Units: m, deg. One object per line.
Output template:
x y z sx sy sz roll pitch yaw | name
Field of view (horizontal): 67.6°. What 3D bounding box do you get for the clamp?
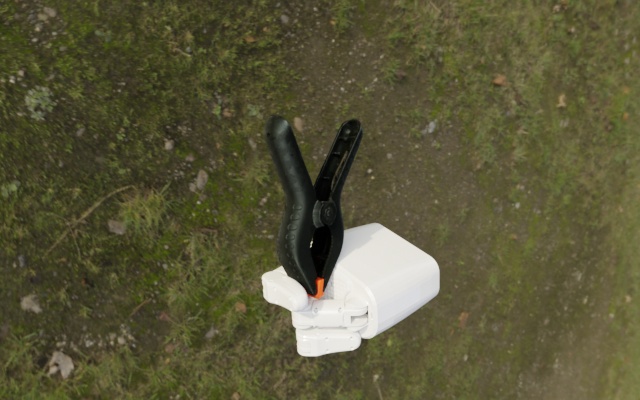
0.000 0.002 0.440 0.120 0.171 0.039 -18 25 -41 | clamp
